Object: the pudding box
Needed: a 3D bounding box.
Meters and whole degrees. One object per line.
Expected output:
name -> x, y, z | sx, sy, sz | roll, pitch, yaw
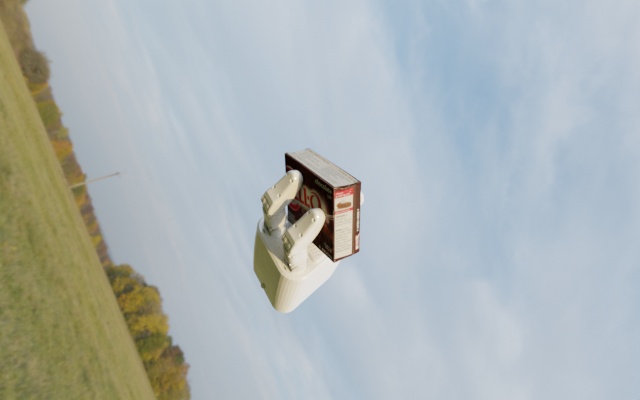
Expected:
pudding box -> 0.000, 0.002, 0.534 | 0.039, 0.090, 0.113 | -18, 32, -27
